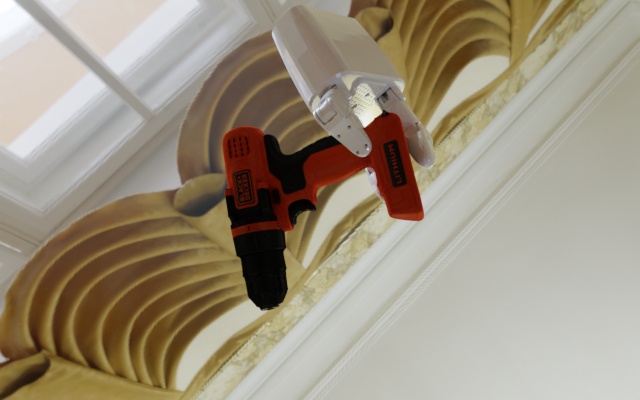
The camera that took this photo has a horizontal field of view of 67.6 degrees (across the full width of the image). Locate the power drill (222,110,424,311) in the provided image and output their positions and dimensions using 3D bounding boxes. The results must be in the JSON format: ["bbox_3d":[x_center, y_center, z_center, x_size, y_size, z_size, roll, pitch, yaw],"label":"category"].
[{"bbox_3d":[0.000,0.001,0.463,0.187,0.184,0.057,-12,-8,9],"label":"power drill"}]
